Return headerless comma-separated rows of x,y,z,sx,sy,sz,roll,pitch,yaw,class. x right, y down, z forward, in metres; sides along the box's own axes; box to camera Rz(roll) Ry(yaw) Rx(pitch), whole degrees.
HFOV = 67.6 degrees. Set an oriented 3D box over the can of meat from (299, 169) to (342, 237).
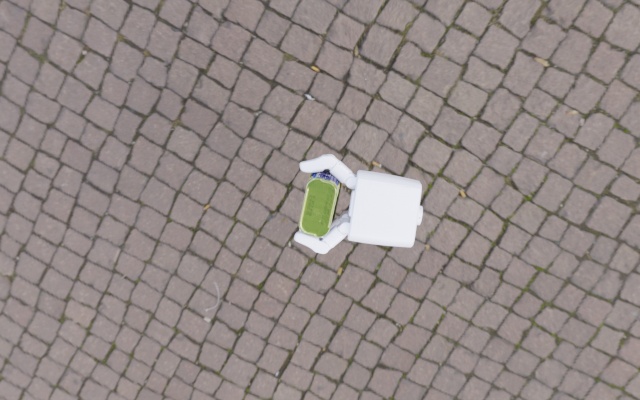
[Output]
0.000,0.003,0.792,0.057,0.102,0.084,12,15,2,can of meat
